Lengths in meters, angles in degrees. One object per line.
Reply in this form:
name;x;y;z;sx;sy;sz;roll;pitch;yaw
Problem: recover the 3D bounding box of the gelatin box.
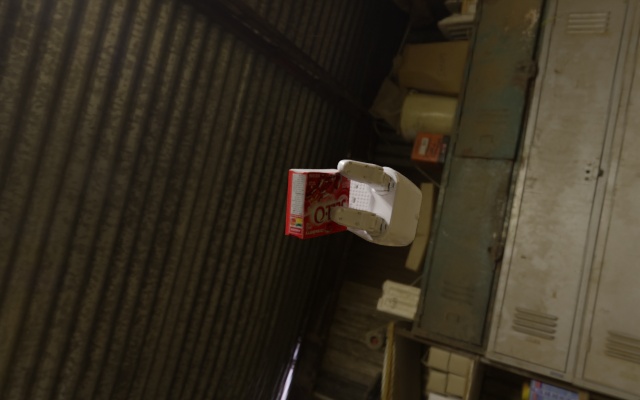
gelatin box;0.000;0.002;0.546;0.030;0.073;0.089;9;9;36
